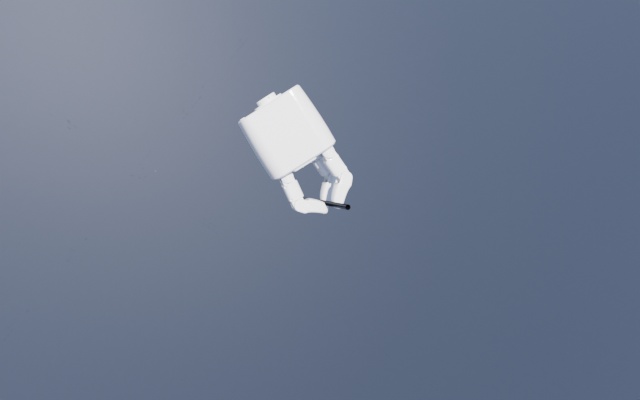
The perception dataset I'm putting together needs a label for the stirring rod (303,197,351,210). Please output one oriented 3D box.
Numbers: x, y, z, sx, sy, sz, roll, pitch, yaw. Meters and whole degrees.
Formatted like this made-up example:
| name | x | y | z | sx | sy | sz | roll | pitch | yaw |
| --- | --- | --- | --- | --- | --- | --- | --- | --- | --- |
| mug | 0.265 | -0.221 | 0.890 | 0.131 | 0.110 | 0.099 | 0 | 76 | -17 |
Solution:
| name | x | y | z | sx | sy | sz | roll | pitch | yaw |
| --- | --- | --- | --- | --- | --- | --- | --- | --- | --- |
| stirring rod | 0.000 | 0.003 | 0.797 | 0.011 | 0.011 | 0.239 | 0 | 3 | -19 |
